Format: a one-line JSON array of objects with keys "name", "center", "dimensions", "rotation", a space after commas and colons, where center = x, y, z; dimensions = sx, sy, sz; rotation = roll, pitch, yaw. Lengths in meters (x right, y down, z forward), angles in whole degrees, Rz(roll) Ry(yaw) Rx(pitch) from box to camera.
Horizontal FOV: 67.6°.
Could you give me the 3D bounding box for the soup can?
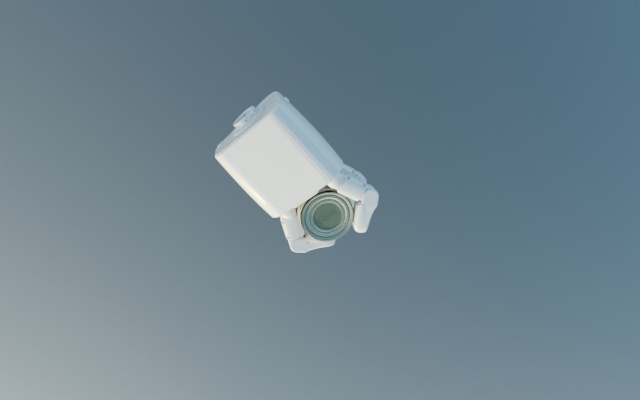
[{"name": "soup can", "center": [0.000, 0.003, 0.620], "dimensions": [0.068, 0.068, 0.102], "rotation": [0, 21, -11]}]
